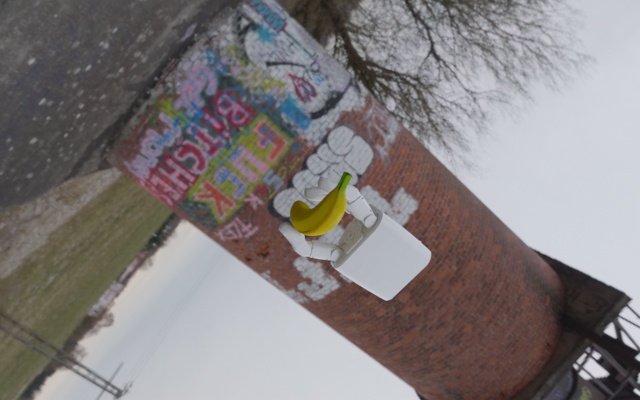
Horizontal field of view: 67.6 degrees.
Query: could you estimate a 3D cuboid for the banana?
[{"bbox_3d":[-0.006,0.017,0.657,0.037,0.069,0.198,32,-21,-15],"label":"banana"}]
